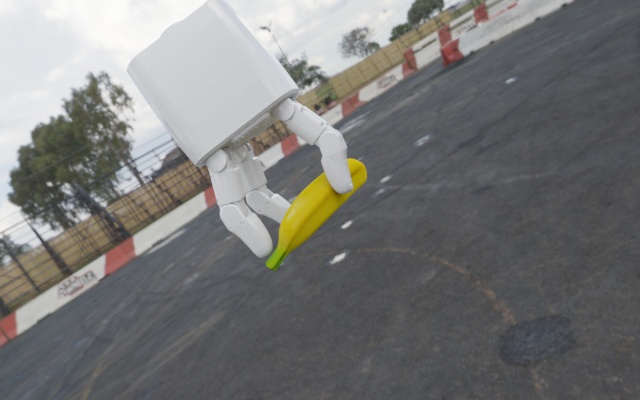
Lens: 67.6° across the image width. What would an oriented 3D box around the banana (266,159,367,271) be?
[{"bbox_3d":[0.008,-0.007,0.489,0.070,0.037,0.197,-46,-2,41],"label":"banana"}]
